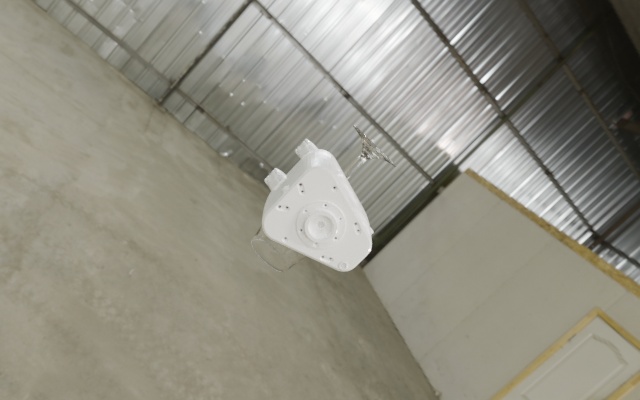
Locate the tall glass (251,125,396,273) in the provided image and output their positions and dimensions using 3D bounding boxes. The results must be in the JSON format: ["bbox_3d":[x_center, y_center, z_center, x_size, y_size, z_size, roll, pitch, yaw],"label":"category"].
[{"bbox_3d":[0.001,0.002,0.611,0.079,0.201,0.079,43,9,-9],"label":"tall glass"}]
